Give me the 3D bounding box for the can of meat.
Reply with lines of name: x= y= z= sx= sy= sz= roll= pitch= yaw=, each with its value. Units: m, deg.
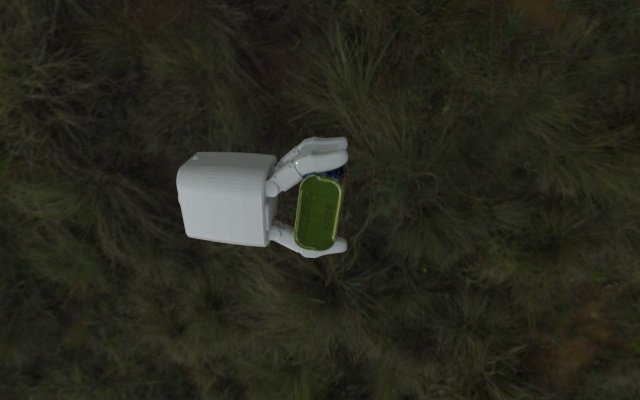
can of meat: x=0.000 y=0.002 z=0.594 sx=0.057 sy=0.102 sz=0.084 roll=9 pitch=22 yaw=2
